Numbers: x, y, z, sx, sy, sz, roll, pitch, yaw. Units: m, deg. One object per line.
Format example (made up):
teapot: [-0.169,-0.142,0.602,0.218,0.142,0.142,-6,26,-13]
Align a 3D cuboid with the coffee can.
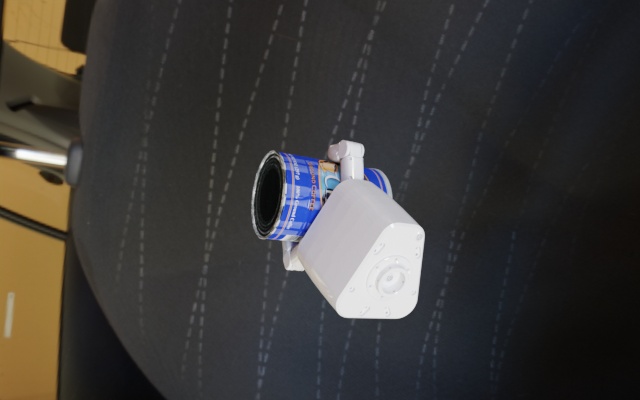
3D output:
coffee can: [0.000,0.002,0.576,0.140,0.103,0.103,8,-4,-26]
